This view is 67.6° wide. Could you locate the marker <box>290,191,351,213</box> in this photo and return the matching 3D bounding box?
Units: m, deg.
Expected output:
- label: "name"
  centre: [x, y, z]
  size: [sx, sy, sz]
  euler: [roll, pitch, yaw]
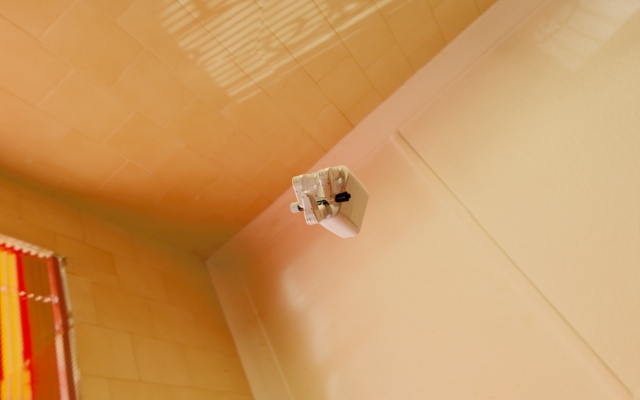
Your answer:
- label: "marker"
  centre: [0.000, 0.003, 0.880]
  size: [0.121, 0.020, 0.020]
  euler: [-13, -6, 26]
